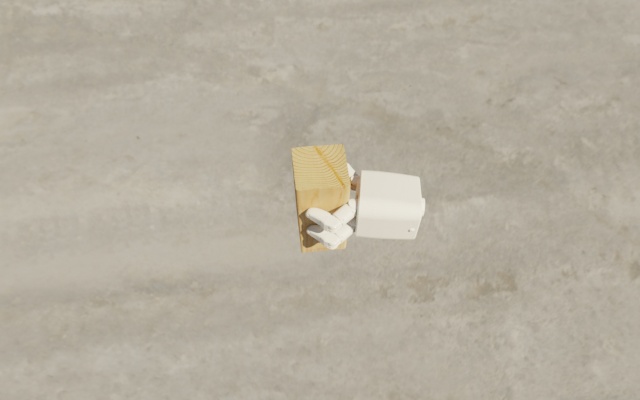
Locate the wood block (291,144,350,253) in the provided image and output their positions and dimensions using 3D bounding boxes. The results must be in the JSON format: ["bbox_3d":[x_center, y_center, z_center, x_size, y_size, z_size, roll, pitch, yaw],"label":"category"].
[{"bbox_3d":[0.001,0.002,0.855,0.090,0.090,0.206,-5,-35,-3],"label":"wood block"}]
